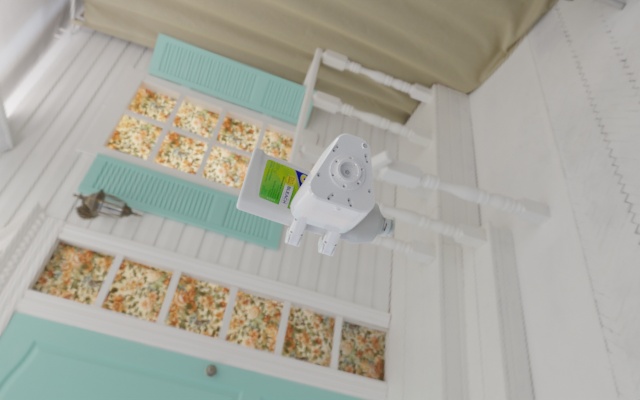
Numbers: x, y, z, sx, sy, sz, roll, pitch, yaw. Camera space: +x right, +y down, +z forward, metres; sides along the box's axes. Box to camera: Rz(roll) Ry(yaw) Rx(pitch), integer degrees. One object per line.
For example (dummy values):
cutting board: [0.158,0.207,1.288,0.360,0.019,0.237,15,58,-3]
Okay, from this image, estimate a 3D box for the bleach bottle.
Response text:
bleach bottle: [0.000,0.003,0.764,0.251,0.102,0.068,17,-21,-9]
